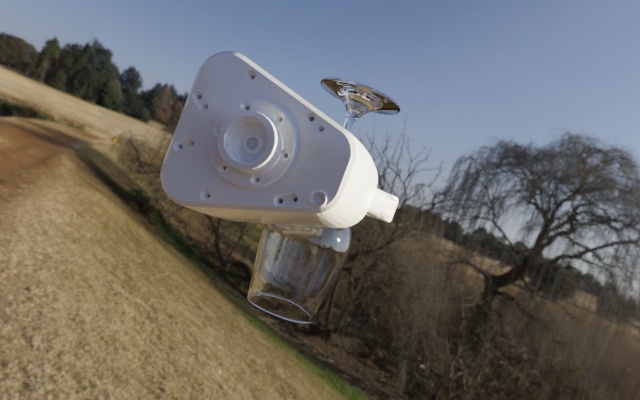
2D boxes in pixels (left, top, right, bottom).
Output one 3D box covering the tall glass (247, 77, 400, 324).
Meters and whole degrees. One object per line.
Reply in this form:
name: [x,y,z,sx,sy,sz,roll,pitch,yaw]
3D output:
tall glass: [0.000,0.001,0.417,0.079,0.201,0.079,20,-1,0]
